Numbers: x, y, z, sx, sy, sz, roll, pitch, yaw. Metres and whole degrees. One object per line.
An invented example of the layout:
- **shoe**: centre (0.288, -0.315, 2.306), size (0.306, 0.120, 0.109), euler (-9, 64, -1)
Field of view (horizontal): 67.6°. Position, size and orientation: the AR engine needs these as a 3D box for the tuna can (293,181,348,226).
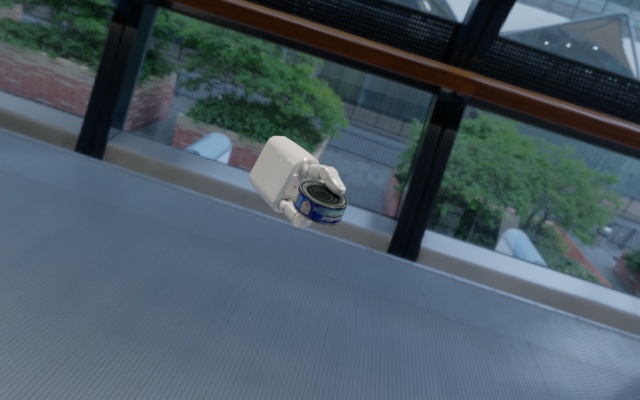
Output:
- **tuna can**: centre (0.000, 0.002, 0.776), size (0.086, 0.034, 0.086), euler (19, 25, -9)
